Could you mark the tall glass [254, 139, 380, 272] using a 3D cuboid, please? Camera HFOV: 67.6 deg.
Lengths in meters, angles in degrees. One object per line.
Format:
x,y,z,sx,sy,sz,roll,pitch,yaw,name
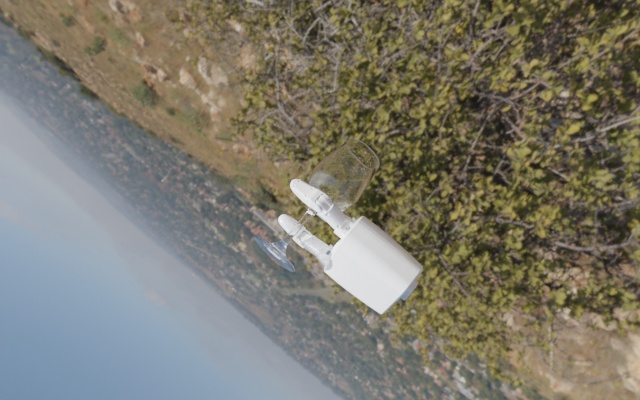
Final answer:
0.000,0.003,0.678,0.079,0.201,0.079,37,-17,14,tall glass
